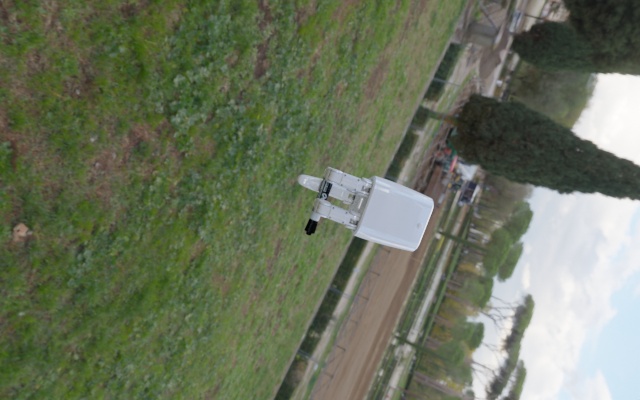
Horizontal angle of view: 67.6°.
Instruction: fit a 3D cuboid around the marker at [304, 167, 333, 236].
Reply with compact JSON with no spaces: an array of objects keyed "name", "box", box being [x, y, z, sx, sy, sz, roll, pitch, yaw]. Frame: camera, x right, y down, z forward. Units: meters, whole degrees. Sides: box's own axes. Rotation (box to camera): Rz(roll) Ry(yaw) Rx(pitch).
[{"name":"marker","box":[0.000,0.003,0.809,0.020,0.121,0.020,20,8,-3]}]
